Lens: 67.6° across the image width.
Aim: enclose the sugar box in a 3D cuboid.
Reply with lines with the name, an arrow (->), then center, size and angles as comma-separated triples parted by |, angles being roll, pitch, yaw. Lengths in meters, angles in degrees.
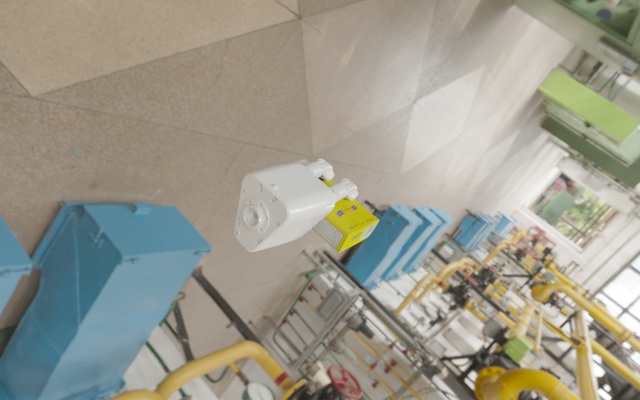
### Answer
sugar box -> 0.000, 0.002, 0.774 | 0.176, 0.048, 0.093 | 42, 34, 21
